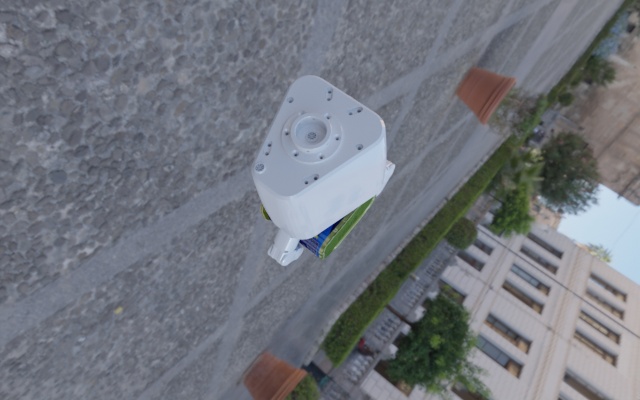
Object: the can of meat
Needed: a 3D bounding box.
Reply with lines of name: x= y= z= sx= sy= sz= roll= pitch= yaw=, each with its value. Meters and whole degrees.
can of meat: x=0.000 y=0.002 z=0.521 sx=0.084 sy=0.102 sz=0.057 roll=36 pitch=-16 yaw=15
